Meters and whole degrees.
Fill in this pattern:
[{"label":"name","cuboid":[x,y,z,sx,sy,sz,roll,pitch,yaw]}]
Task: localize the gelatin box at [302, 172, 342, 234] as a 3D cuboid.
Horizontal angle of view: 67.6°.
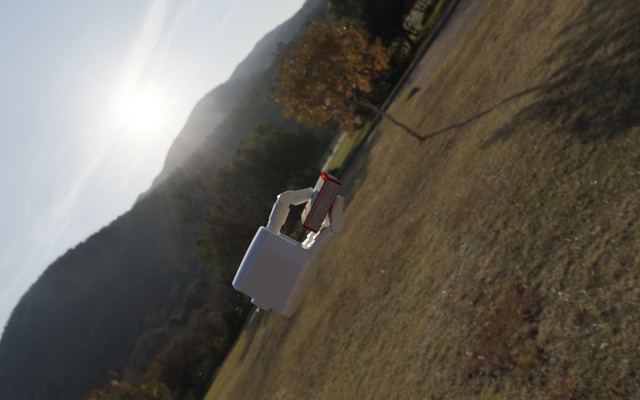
[{"label":"gelatin box","cuboid":[0.000,0.002,0.774,0.030,0.089,0.073,25,8,-8]}]
